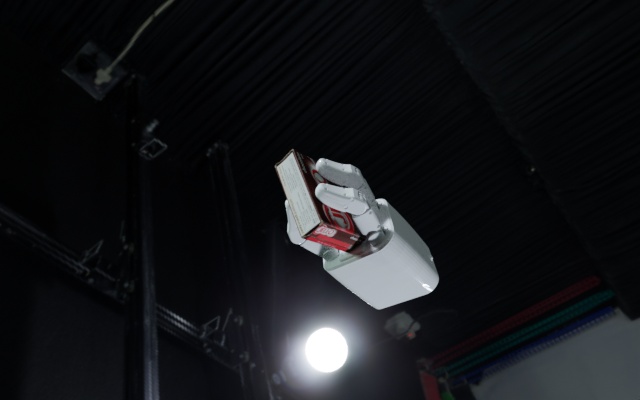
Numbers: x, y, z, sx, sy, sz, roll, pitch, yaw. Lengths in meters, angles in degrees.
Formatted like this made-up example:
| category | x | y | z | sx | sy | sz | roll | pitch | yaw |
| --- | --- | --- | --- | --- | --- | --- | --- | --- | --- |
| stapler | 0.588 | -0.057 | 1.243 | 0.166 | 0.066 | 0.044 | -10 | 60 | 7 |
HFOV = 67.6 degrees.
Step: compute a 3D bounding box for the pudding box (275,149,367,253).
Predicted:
| category | x | y | z | sx | sy | sz | roll | pitch | yaw |
| --- | --- | --- | --- | --- | --- | --- | --- | --- | --- |
| pudding box | 0.000 | 0.002 | 0.577 | 0.039 | 0.113 | 0.090 | -40 | -36 | 21 |
